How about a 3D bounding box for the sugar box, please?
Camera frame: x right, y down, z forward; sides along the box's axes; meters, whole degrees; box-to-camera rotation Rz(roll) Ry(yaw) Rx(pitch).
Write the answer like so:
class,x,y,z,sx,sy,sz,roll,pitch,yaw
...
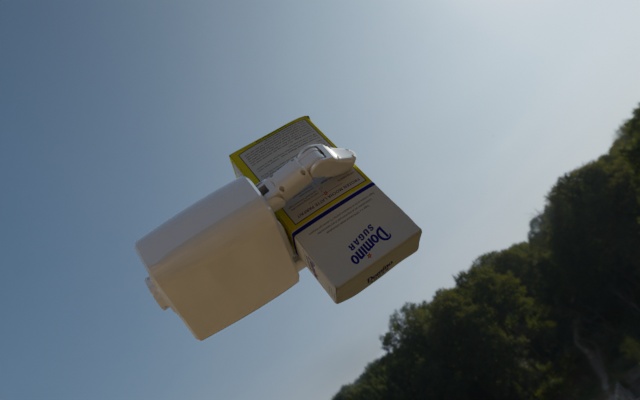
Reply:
class,x,y,z,sx,sy,sz,roll,pitch,yaw
sugar box,0.000,0.002,0.445,0.093,0.176,0.048,-31,-29,-16
